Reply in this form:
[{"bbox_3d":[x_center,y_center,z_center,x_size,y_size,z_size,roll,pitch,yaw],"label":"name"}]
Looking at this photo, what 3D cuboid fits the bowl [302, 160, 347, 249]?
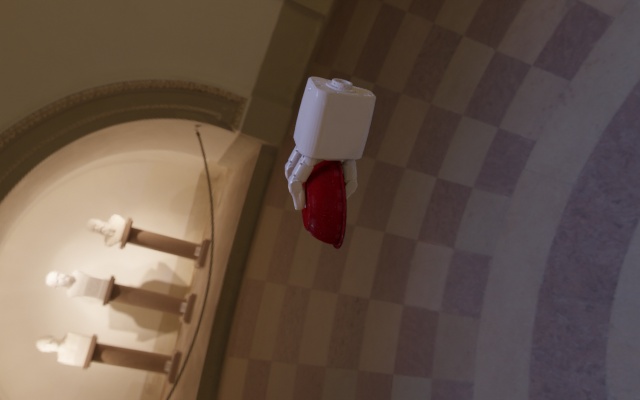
[{"bbox_3d":[0.000,0.004,0.807,0.055,0.162,0.162,-3,0,-10],"label":"bowl"}]
